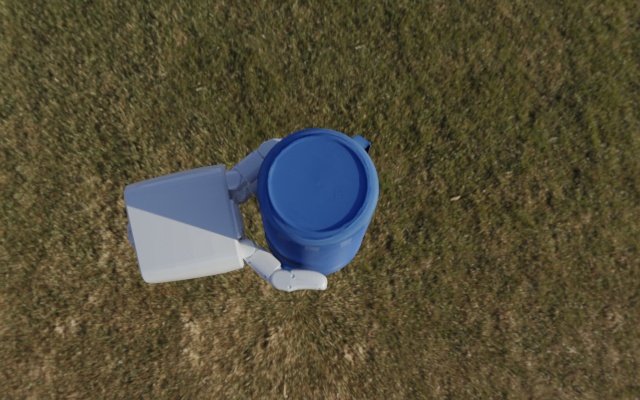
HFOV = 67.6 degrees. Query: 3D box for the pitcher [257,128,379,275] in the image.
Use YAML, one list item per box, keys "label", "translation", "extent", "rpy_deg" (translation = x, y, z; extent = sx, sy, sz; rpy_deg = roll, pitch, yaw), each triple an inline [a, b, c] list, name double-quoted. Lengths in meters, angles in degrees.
- label: "pitcher"
  translation: [0.000, 0.002, 0.529]
  extent: [0.145, 0.149, 0.243]
  rpy_deg: [-9, -12, -4]
